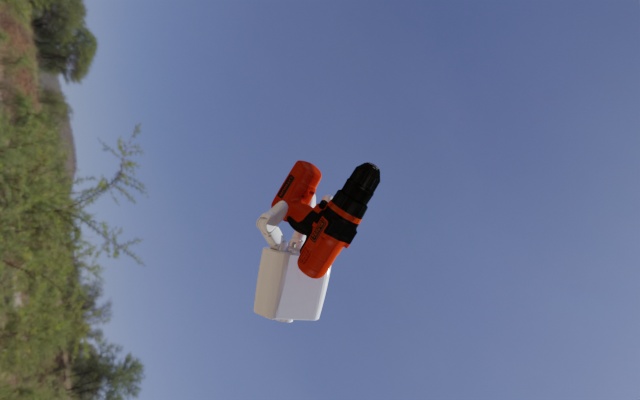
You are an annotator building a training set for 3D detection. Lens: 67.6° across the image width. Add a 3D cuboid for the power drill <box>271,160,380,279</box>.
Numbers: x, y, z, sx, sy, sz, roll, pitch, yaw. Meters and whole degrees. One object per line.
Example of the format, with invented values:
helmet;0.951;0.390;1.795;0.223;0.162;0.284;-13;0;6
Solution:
power drill;0.000;0.002;0.732;0.057;0.184;0.187;28;9;-31
